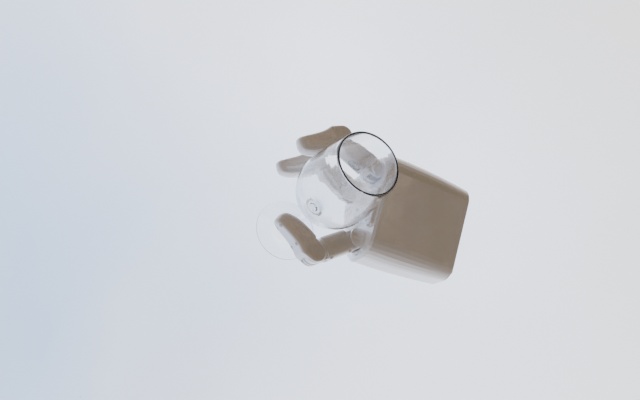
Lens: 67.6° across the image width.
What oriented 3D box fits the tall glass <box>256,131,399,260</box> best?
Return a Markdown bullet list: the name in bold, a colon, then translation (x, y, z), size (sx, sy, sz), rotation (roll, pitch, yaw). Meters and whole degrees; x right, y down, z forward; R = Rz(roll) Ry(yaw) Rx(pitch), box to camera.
- **tall glass**: translation (0.000, 0.002, 0.496), size (0.079, 0.079, 0.201), rotation (0, -20, -27)
